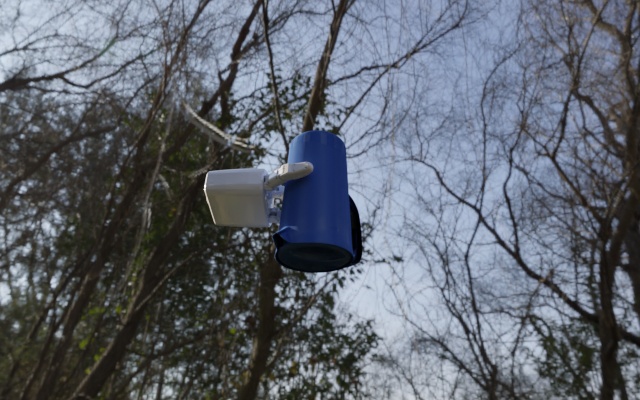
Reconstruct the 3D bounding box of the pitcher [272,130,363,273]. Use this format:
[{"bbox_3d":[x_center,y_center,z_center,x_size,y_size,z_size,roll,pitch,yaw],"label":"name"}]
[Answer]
[{"bbox_3d":[0.000,0.003,0.863,0.145,0.242,0.149,-2,-29,7],"label":"pitcher"}]
